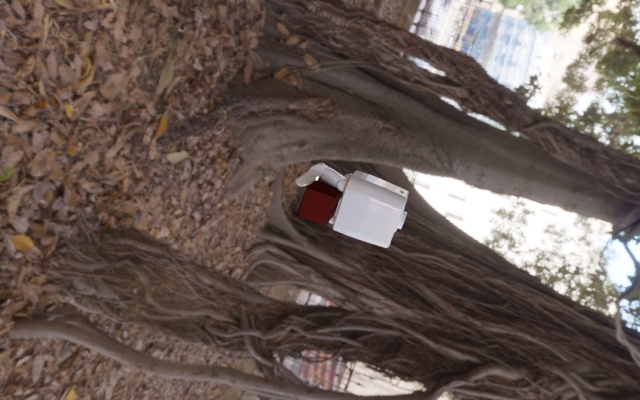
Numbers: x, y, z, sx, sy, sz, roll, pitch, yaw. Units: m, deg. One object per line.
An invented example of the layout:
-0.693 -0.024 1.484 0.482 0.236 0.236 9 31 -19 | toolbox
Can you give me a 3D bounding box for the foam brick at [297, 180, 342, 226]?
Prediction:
0.000 0.003 0.813 0.051 0.053 0.078 21 16 7 | foam brick
